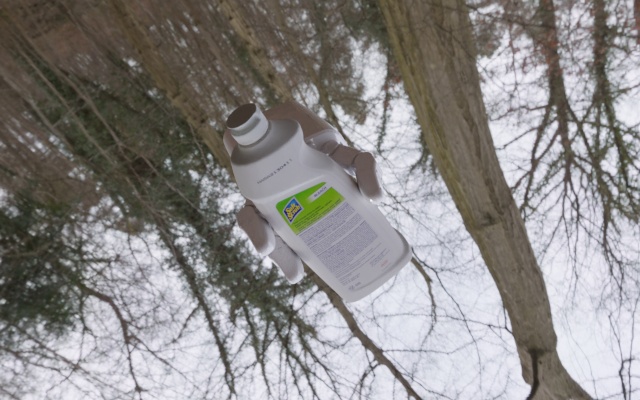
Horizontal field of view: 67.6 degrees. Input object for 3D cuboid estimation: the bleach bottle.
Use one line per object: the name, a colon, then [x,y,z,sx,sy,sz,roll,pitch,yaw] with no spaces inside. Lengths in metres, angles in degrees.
bleach bottle: [0.000,0.002,0.465,0.251,0.102,0.068,53,-2,-41]
